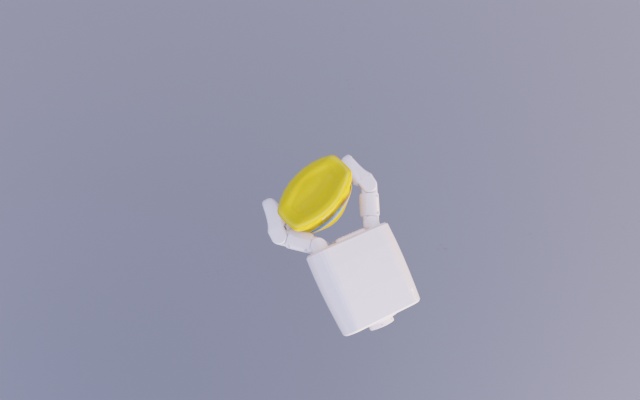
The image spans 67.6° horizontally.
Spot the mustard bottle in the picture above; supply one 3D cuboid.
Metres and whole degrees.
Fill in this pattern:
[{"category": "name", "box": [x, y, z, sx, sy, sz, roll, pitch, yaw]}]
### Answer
[{"category": "mustard bottle", "box": [0.000, 0.002, 0.630, 0.058, 0.096, 0.191, 42, -3, 9]}]
